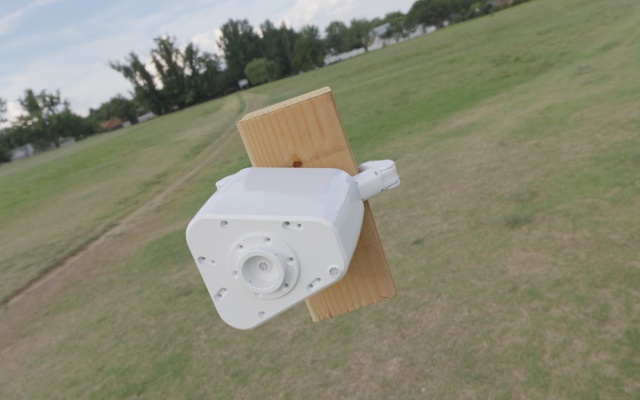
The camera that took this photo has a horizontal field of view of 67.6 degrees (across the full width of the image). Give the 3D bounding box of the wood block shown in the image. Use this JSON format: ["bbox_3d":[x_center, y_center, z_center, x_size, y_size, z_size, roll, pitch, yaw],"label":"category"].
[{"bbox_3d":[0.000,0.001,0.479,0.091,0.206,0.090,-18,16,3],"label":"wood block"}]
